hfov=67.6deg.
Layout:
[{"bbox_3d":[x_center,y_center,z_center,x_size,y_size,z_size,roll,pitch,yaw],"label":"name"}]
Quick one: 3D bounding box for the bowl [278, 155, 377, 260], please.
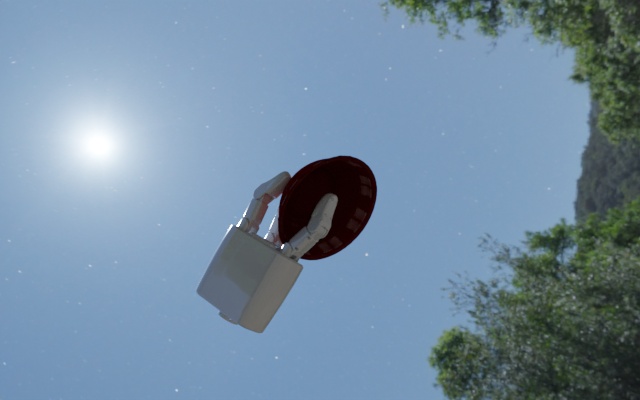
[{"bbox_3d":[0.001,0.001,0.672,0.162,0.162,0.055,0,27,-36],"label":"bowl"}]
